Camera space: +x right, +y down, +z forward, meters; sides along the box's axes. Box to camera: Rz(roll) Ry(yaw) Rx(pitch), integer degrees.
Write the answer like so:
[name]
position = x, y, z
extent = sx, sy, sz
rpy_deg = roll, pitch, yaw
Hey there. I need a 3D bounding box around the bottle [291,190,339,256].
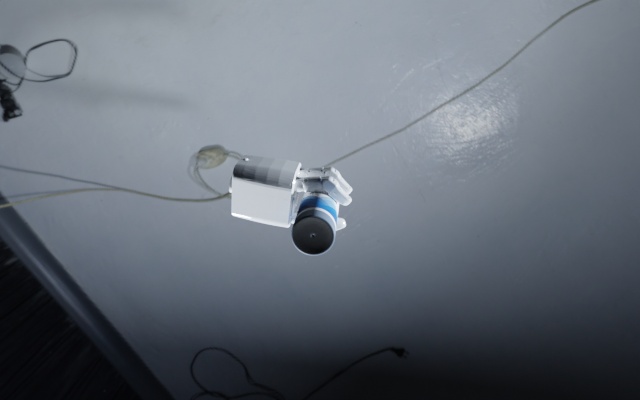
[bottle]
position = 0.000, 0.003, 0.852
extent = 0.069, 0.069, 0.295
rpy_deg = 0, 20, 5
